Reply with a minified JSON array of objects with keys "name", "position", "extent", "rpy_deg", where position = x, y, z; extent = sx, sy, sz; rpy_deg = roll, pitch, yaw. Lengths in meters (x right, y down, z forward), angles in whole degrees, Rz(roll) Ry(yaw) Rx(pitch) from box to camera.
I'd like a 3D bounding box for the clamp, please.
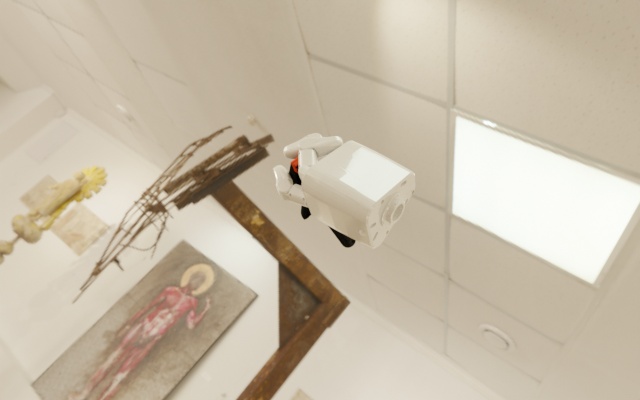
[{"name":"clamp","position":[0.000,0.002,0.727],"extent":[0.120,0.039,0.172],"rpy_deg":[30,-23,29]}]
